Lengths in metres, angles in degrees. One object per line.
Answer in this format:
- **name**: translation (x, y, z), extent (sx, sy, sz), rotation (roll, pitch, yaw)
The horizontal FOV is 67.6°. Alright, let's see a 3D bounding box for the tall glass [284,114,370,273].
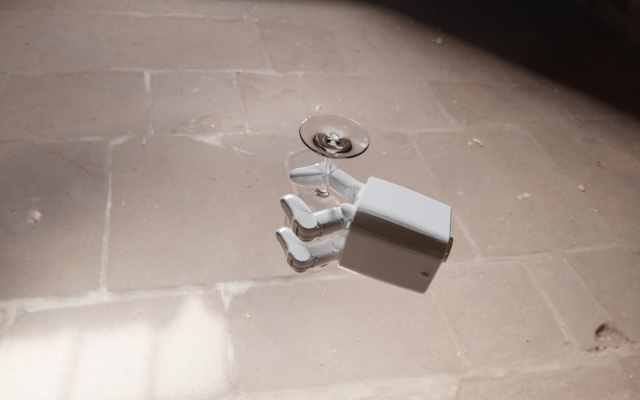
- **tall glass**: translation (0.000, 0.001, 0.562), extent (0.079, 0.079, 0.201), rotation (0, -44, -12)
